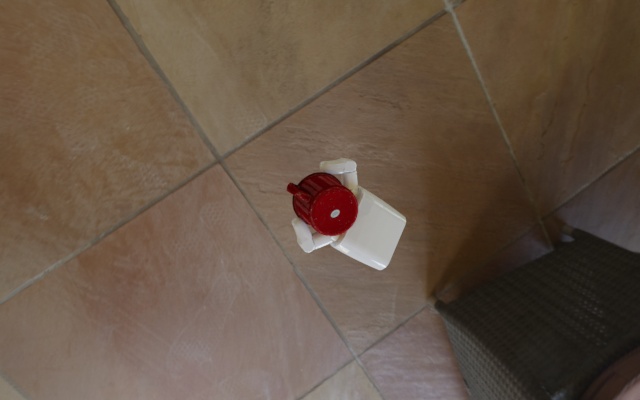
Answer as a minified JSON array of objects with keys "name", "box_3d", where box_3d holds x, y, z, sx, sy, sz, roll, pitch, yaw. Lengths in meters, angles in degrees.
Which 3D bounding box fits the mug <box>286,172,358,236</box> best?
[{"name":"mug","box_3d":[-0.001,0.002,0.755,0.117,0.093,0.081,28,4,-23]}]
